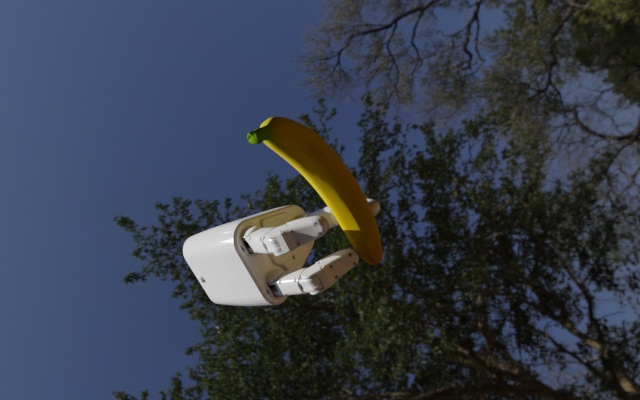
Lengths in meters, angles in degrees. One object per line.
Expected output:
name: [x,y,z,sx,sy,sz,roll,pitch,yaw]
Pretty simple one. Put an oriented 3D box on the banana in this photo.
banana: [0.003,-0.015,0.448,0.037,0.069,0.198,-14,-45,38]
